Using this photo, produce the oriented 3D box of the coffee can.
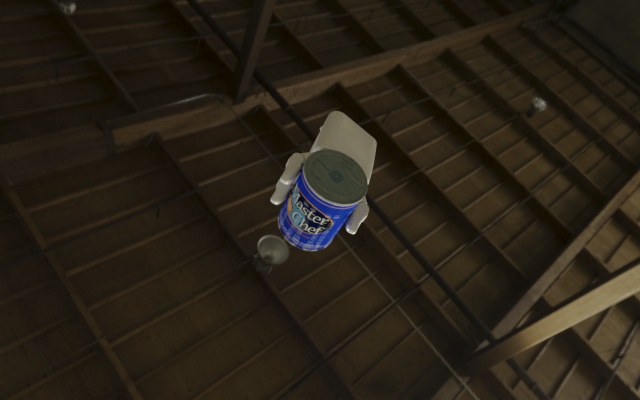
[{"bbox_3d":[0.000,0.003,0.761,0.103,0.102,0.140,0,-35,-25],"label":"coffee can"}]
